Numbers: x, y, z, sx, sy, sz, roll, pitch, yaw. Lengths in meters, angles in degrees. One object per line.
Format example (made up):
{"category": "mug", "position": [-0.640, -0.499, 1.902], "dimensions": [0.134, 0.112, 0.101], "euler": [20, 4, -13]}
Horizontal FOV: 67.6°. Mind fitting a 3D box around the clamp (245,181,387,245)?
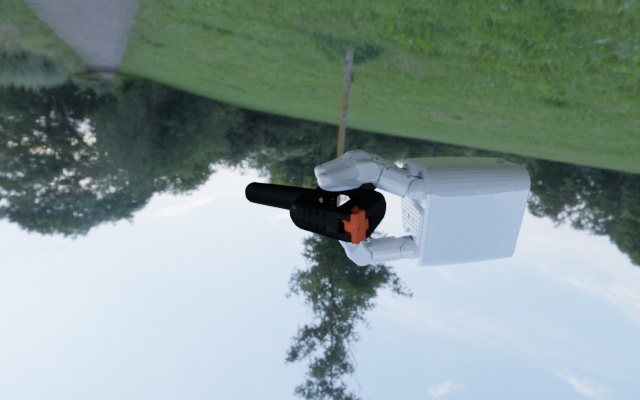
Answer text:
{"category": "clamp", "position": [0.000, 0.003, 0.494], "dimensions": [0.164, 0.036, 0.210], "euler": [-6, 14, -4]}
